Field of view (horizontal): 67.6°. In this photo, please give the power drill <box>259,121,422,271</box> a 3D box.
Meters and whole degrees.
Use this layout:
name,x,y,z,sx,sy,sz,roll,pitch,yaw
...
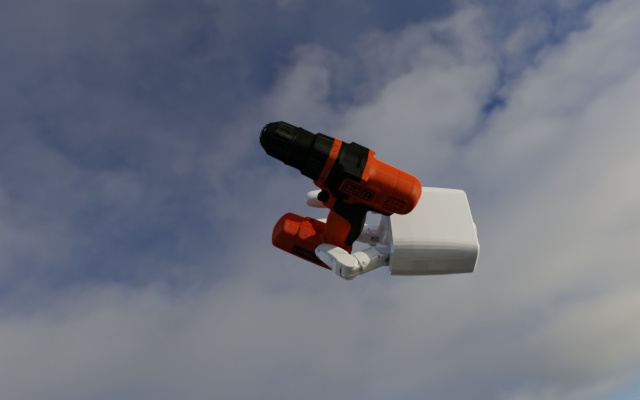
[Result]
name,x,y,z,sx,sy,sz,roll,pitch,yaw
power drill,0.000,0.002,0.565,0.184,0.057,0.188,24,-38,-4
